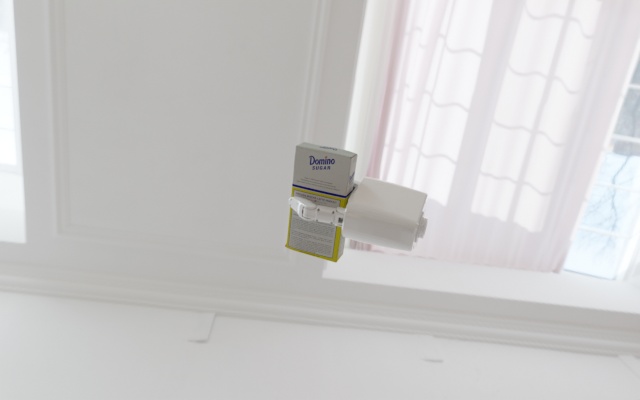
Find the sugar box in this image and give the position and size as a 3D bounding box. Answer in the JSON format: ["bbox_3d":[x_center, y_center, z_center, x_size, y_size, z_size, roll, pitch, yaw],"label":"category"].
[{"bbox_3d":[0.000,0.002,0.761,0.093,0.176,0.048,14,19,16],"label":"sugar box"}]
